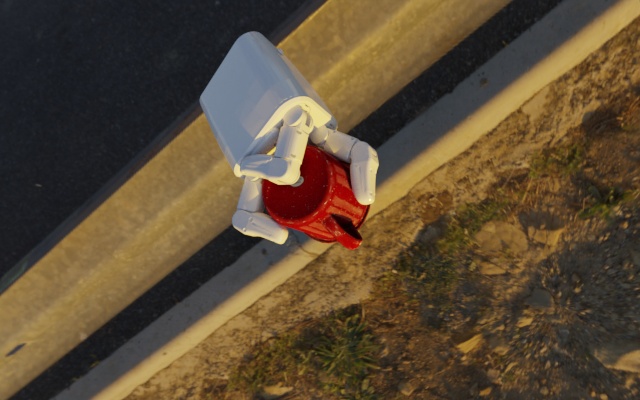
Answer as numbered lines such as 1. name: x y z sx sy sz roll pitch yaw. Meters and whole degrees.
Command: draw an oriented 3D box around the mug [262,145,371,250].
1. mug: 0.001 0.003 0.480 0.093 0.117 0.081 -40 -26 14
